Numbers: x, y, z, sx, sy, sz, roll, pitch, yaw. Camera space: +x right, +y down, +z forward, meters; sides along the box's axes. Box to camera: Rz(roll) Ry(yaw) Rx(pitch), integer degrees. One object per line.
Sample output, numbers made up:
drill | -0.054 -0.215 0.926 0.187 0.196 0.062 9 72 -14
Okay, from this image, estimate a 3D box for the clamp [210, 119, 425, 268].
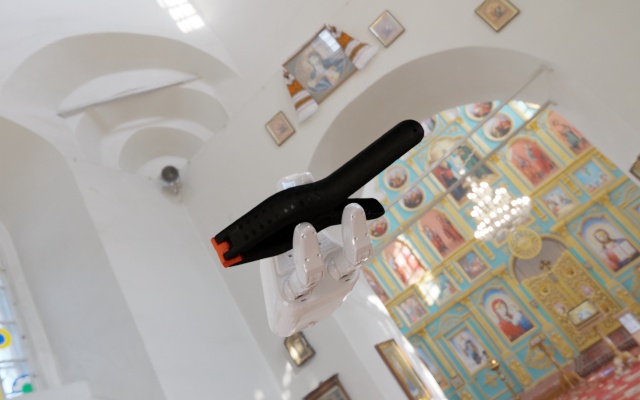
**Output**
clamp | -0.001 0.001 0.453 0.210 0.036 0.165 -21 -25 -25
